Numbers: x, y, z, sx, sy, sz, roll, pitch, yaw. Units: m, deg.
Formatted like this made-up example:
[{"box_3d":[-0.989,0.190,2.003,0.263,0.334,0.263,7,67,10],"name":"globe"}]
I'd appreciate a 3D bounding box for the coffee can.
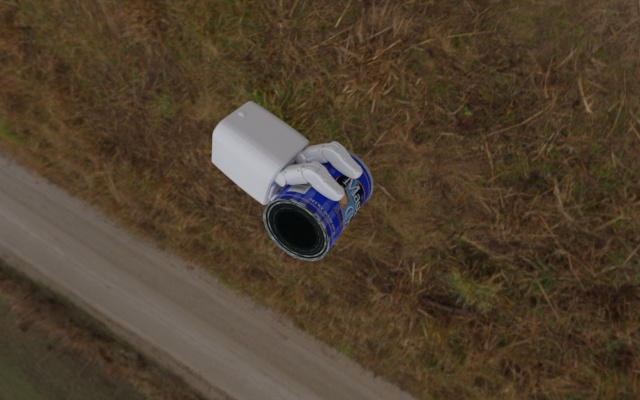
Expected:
[{"box_3d":[0.000,0.002,0.678,0.103,0.103,0.140,0,33,35],"name":"coffee can"}]
